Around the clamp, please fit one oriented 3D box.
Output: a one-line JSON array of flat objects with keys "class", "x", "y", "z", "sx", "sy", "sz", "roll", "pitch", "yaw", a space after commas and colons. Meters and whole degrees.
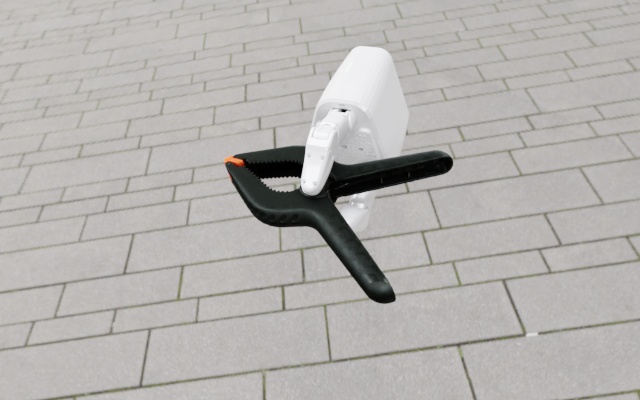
[{"class": "clamp", "x": 0.000, "y": 0.001, "z": 0.428, "sx": 0.210, "sy": 0.164, "sz": 0.036, "roll": 11, "pitch": -40, "yaw": 17}]
